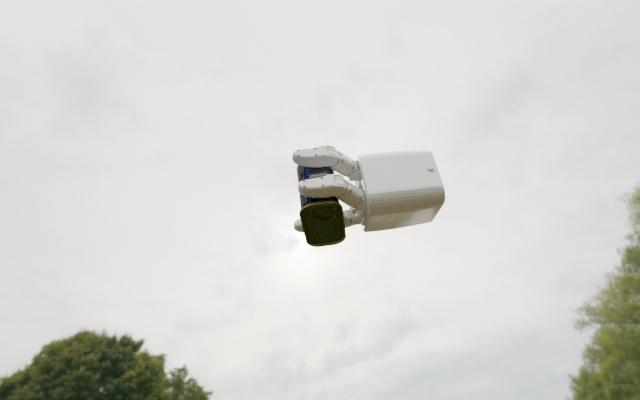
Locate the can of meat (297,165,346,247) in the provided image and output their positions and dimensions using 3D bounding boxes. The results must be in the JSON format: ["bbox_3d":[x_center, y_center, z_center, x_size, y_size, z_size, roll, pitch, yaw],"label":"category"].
[{"bbox_3d":[0.000,0.002,0.668,0.057,0.084,0.102,-9,-37,2],"label":"can of meat"}]
